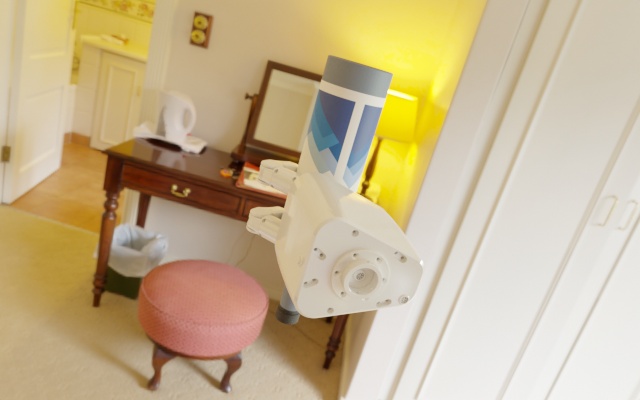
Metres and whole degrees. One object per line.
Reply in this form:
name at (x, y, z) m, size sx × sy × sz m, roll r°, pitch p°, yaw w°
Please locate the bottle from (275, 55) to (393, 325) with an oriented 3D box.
bottle at (0.000, 0.001, 0.510) m, size 0.069 × 0.296 × 0.069 m, roll 15°, pitch 18°, yaw -5°
